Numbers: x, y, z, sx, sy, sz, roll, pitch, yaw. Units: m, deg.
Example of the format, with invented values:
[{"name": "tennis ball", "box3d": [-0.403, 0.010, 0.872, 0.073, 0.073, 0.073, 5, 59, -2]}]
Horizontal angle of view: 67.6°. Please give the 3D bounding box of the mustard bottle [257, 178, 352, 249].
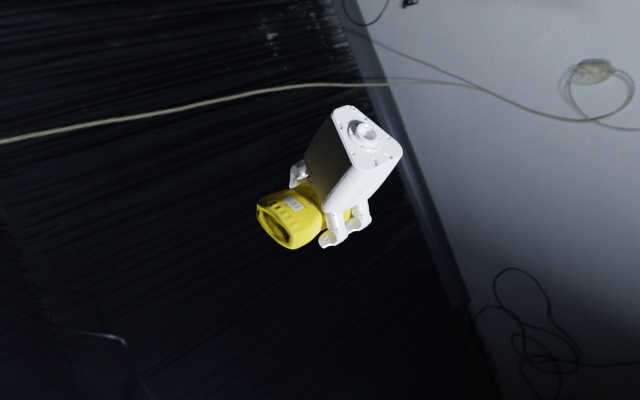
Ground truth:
[{"name": "mustard bottle", "box3d": [0.000, 0.003, 0.759, 0.191, 0.058, 0.096, -26, 49, -35]}]
